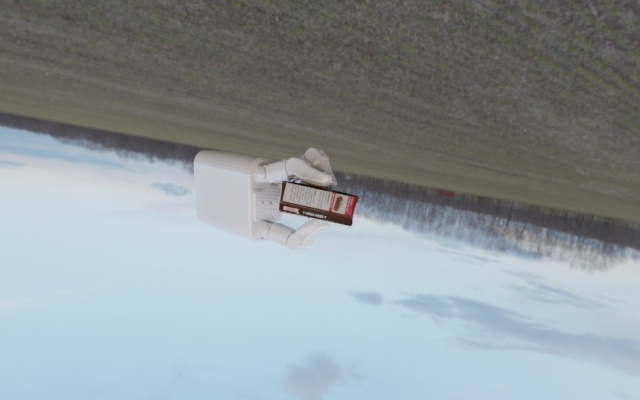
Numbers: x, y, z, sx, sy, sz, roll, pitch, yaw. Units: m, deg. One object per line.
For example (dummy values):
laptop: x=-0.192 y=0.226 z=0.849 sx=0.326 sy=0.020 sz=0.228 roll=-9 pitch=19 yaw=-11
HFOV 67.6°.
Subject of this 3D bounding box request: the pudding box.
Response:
pudding box: x=0.000 y=0.002 z=0.588 sx=0.090 sy=0.039 sz=0.113 roll=11 pitch=4 yaw=3
